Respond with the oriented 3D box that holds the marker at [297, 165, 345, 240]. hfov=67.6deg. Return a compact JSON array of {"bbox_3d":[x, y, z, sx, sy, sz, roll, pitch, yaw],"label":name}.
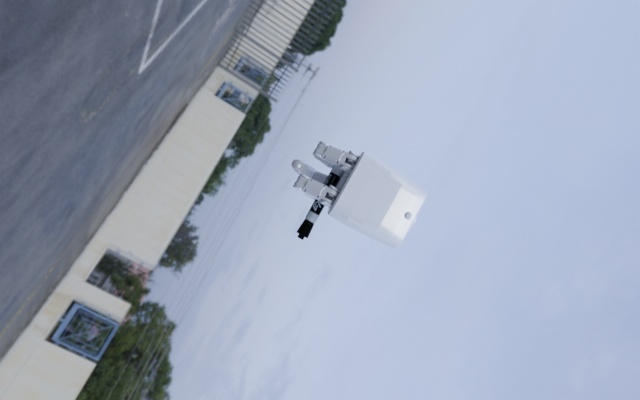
[{"bbox_3d":[0.000,0.002,0.692,0.020,0.121,0.020,29,-6,3],"label":"marker"}]
